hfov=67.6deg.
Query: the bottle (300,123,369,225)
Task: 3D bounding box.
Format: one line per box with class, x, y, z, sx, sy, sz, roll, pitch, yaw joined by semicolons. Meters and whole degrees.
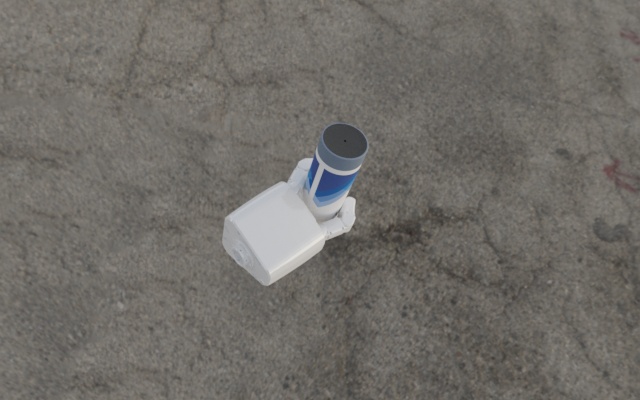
bottle;0.000;0.002;0.758;0.069;0.069;0.296;0;-34;-16
